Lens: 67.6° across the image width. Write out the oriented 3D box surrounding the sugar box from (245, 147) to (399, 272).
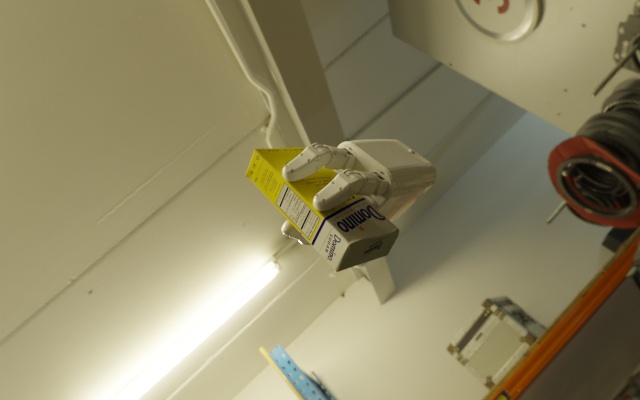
[{"bbox_3d":[0.000,0.001,0.557,0.093,0.048,0.176,-10,42,-46],"label":"sugar box"}]
